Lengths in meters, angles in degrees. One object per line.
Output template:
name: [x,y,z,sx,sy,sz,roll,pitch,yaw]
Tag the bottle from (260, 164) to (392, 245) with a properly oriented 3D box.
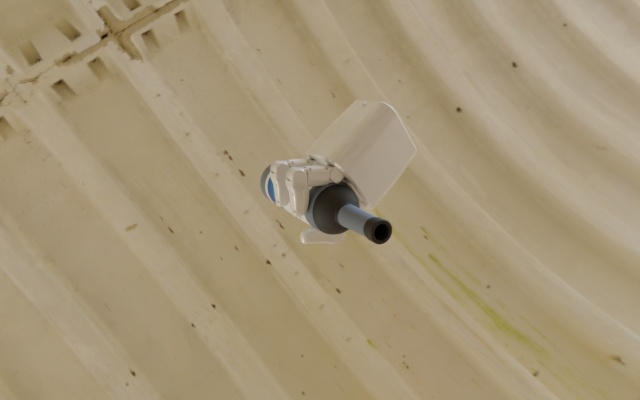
bottle: [0.000,0.002,0.632,0.069,0.069,0.295,0,12,-27]
